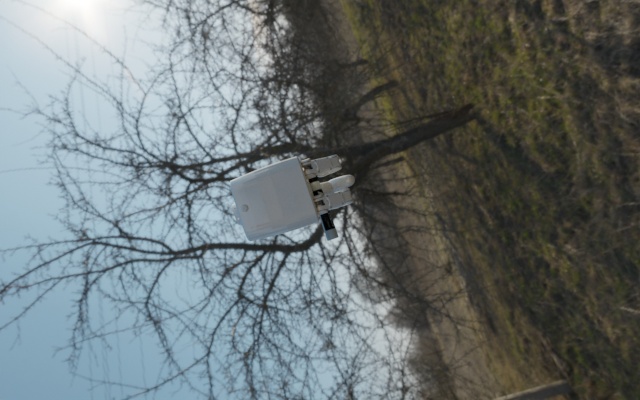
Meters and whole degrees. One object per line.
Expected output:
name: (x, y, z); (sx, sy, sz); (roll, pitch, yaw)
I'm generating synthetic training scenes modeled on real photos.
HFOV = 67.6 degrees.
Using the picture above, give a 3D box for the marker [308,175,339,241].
marker: (0.000, 0.002, 0.737); (0.020, 0.121, 0.020); (-19, -4, -2)
